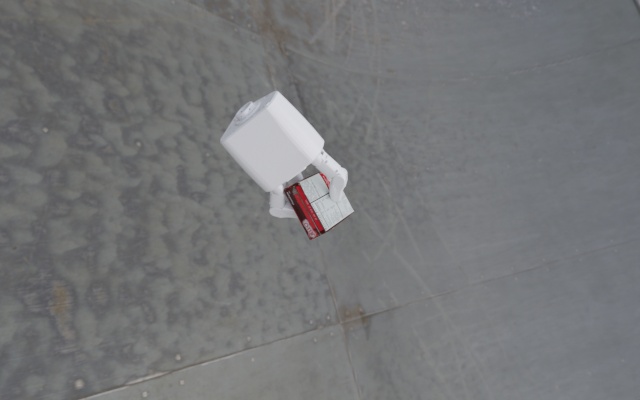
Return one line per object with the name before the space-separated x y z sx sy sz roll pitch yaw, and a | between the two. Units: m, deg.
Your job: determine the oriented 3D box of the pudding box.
pudding box | 0.000 0.002 0.766 0.039 0.090 0.113 -26 2 34
